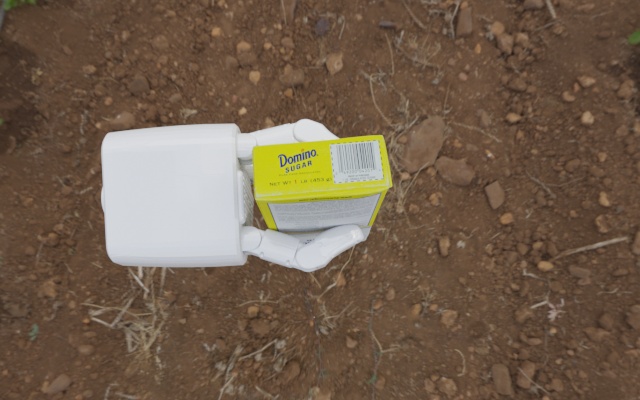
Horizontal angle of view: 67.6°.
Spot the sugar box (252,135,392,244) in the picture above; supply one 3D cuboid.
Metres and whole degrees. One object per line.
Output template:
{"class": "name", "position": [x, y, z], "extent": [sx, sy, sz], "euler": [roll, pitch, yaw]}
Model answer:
{"class": "sugar box", "position": [0.000, 0.001, 0.402], "extent": [0.093, 0.048, 0.176], "euler": [-4, -14, -2]}
